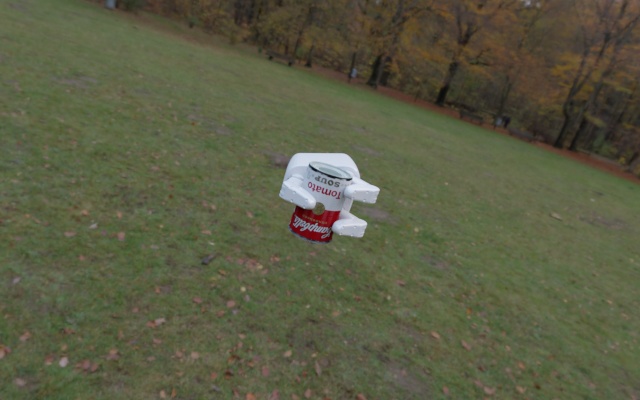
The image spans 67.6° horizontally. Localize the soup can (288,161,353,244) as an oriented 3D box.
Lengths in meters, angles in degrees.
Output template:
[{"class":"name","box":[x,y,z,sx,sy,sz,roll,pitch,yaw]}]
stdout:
[{"class":"soup can","box":[0.000,0.002,0.689,0.068,0.102,0.068,17,16,-5]}]
